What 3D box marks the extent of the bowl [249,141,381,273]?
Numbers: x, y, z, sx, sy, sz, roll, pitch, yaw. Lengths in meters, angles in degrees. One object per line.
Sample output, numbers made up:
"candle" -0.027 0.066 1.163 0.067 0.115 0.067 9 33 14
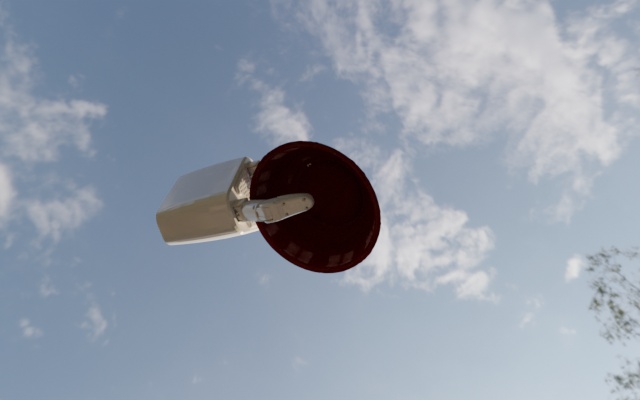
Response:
"bowl" 0.001 0.002 0.556 0.162 0.162 0.055 0 22 26
